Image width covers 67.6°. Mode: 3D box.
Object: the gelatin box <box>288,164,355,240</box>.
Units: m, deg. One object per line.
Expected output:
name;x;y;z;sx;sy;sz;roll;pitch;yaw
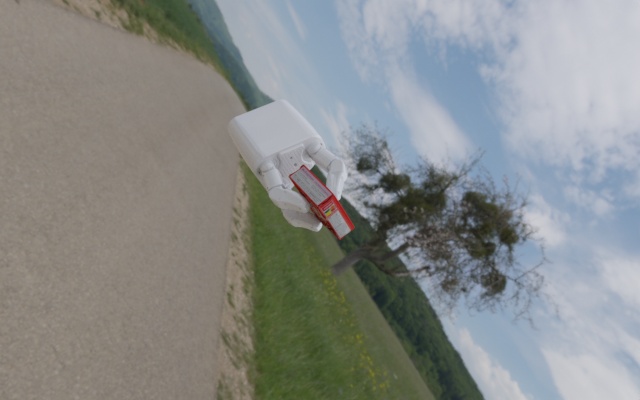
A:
gelatin box;0.001;0.002;0.641;0.030;0.073;0.089;-38;43;-6
